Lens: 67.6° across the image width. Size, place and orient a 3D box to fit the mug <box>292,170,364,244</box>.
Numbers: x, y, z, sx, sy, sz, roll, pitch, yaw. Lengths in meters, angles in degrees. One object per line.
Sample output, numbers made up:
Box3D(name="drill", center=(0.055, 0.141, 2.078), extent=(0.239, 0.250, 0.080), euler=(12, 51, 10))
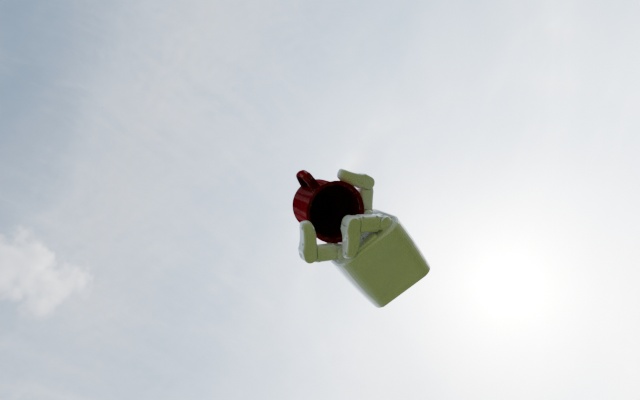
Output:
Box3D(name="mug", center=(-0.001, 0.001, 0.722), extent=(0.093, 0.117, 0.081), euler=(-42, 22, -11))
